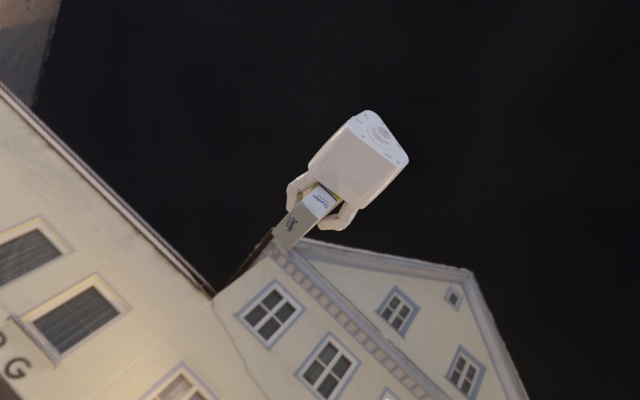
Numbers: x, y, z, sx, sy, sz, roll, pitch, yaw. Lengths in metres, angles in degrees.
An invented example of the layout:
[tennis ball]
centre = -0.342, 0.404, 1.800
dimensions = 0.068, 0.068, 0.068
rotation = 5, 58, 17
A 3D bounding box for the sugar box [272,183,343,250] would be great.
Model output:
[sugar box]
centre = 0.000, 0.002, 0.786
dimensions = 0.093, 0.048, 0.176
rotation = -47, -6, 39
